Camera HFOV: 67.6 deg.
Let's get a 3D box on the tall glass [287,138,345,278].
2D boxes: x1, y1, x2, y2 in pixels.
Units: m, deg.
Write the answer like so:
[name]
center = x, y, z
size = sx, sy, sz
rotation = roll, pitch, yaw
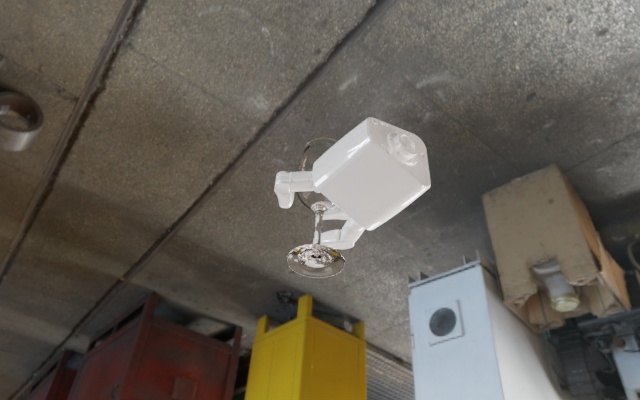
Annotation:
[tall glass]
center = 0.000, 0.003, 0.664
size = 0.079, 0.200, 0.079
rotation = 2, -40, 2
